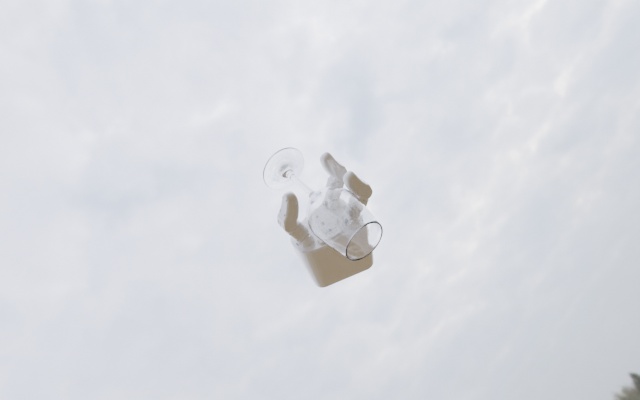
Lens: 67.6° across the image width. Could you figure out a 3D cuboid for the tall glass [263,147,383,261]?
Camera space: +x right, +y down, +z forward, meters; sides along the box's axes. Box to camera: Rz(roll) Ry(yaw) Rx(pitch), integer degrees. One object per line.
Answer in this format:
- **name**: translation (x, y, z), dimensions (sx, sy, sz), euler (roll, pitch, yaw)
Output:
- **tall glass**: translation (0.000, 0.002, 0.679), dimensions (0.079, 0.079, 0.201), euler (0, 31, -42)
